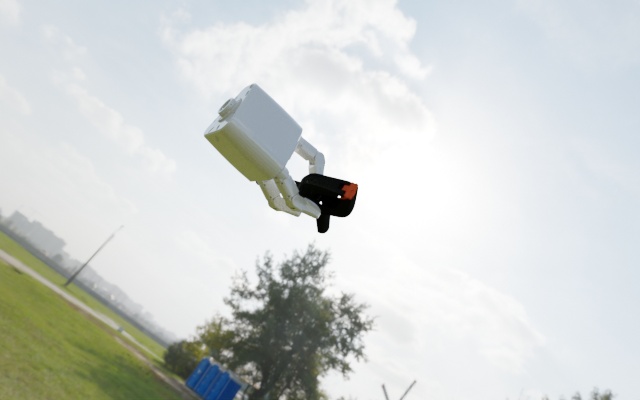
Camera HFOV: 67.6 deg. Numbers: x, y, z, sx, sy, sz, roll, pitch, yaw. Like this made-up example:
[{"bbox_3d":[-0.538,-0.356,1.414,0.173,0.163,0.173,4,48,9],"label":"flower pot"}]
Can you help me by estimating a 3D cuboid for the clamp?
[{"bbox_3d":[0.001,0.002,0.776,0.165,0.036,0.210,41,-24,-27],"label":"clamp"}]
